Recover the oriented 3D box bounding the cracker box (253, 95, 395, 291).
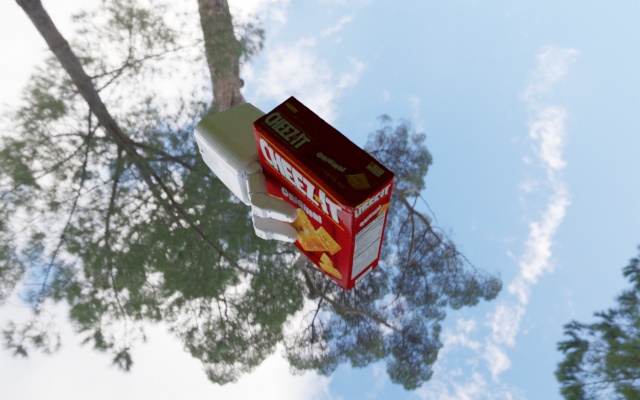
[{"bbox_3d":[0.000,0.002,0.600,0.072,0.164,0.214,-39,-26,-22],"label":"cracker box"}]
